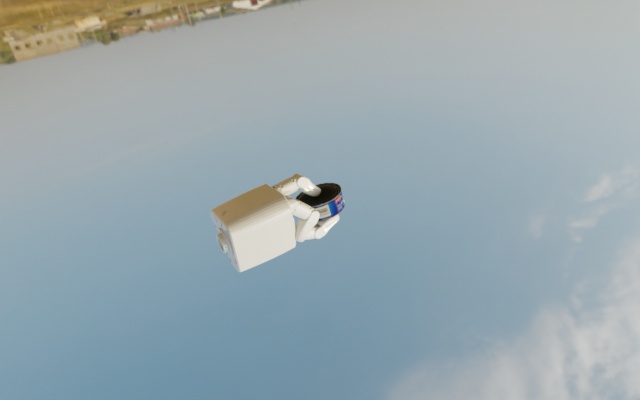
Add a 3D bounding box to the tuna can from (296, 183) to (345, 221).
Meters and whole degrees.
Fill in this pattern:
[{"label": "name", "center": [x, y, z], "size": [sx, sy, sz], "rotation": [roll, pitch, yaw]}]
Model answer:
[{"label": "tuna can", "center": [0.000, 0.003, 0.861], "size": [0.086, 0.034, 0.086], "rotation": [-14, 26, 7]}]
